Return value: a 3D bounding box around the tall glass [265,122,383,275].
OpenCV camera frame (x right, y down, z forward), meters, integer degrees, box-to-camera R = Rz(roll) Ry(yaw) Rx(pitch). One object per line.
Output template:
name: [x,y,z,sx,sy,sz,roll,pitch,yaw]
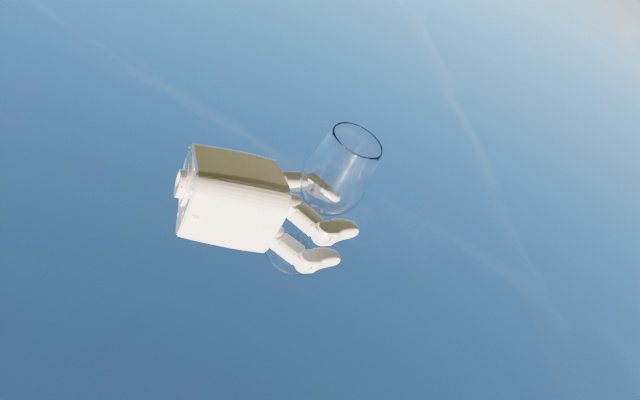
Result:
tall glass: [0.000,0.002,0.580,0.079,0.079,0.201,0,-43,-35]
